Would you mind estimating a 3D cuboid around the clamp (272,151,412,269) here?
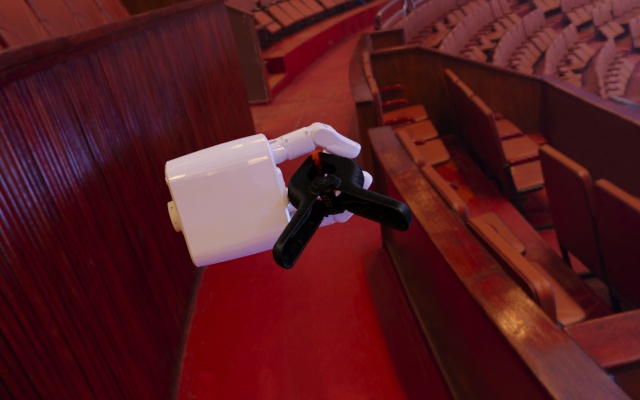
[{"bbox_3d":[0.000,0.001,0.456,0.120,0.039,0.171,-17,27,-9],"label":"clamp"}]
